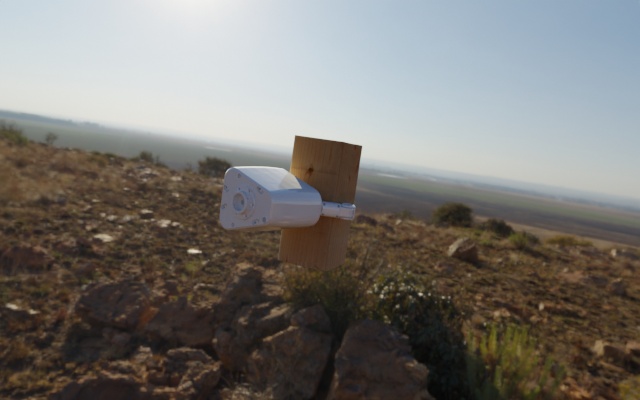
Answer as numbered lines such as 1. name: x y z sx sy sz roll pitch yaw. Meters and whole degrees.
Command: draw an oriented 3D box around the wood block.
1. wood block: 0.000 0.003 0.796 0.091 0.206 0.090 11 7 23
